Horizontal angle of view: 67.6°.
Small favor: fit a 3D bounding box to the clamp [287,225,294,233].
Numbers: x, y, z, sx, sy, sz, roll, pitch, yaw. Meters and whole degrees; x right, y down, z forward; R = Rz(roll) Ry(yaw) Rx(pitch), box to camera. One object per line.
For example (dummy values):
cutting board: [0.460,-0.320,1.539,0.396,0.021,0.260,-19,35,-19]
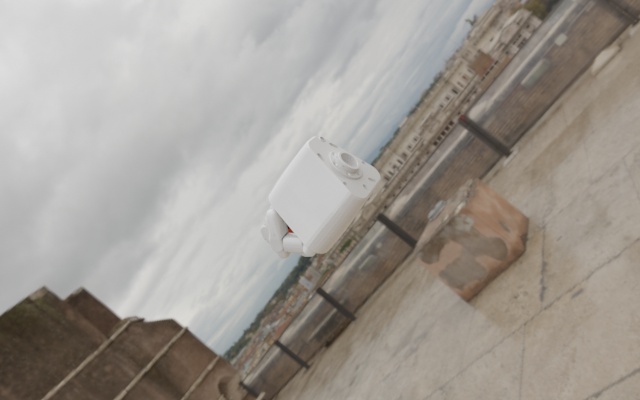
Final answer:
clamp: [0.000,0.002,0.738,0.039,0.120,0.171,39,34,2]
